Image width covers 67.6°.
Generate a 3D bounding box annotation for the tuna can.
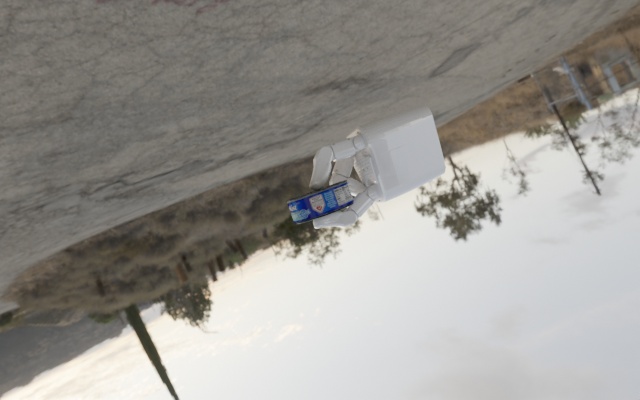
[{"bbox_3d":[0.000,0.003,0.634,0.086,0.034,0.086,-19,2,1],"label":"tuna can"}]
